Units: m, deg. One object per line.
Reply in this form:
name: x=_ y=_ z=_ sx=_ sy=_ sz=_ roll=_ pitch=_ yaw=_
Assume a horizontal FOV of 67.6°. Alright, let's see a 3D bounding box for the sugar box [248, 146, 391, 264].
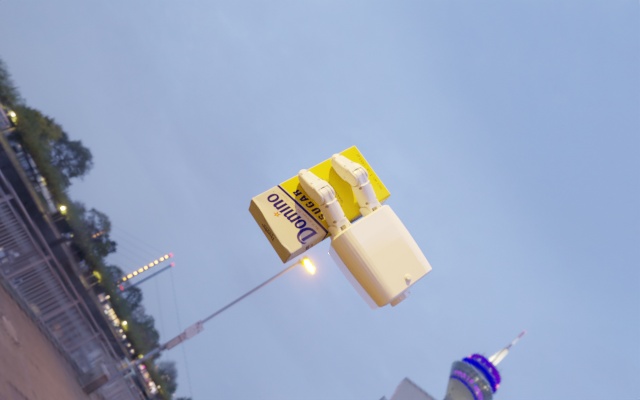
sugar box: x=0.000 y=0.002 z=0.658 sx=0.176 sy=0.093 sz=0.048 roll=-29 pitch=-14 yaw=-27
